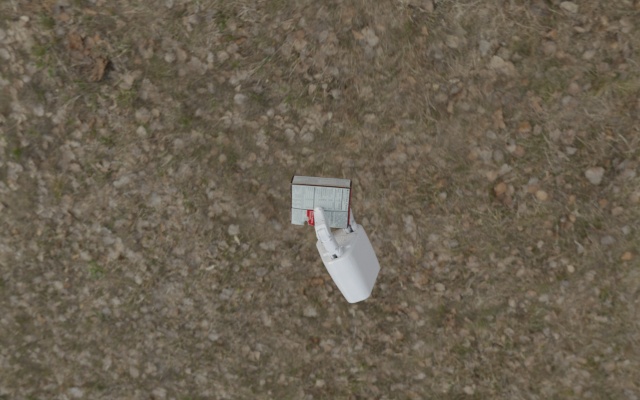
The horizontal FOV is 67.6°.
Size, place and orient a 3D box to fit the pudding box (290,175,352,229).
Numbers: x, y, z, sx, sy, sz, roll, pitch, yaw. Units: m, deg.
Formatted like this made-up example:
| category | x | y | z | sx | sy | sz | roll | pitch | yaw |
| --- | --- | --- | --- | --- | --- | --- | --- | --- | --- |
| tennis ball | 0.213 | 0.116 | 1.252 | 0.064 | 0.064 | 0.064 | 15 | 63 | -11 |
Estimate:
| category | x | y | z | sx | sy | sz | roll | pitch | yaw |
| --- | --- | --- | --- | --- | --- | --- | --- | --- | --- |
| pudding box | 0.000 | 0.003 | 0.886 | 0.113 | 0.090 | 0.039 | 4 | 29 | 2 |
